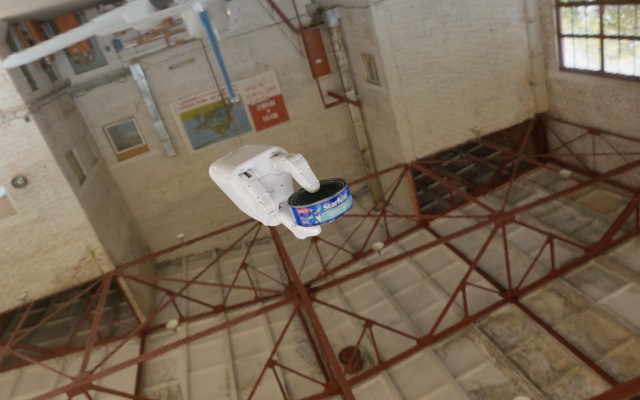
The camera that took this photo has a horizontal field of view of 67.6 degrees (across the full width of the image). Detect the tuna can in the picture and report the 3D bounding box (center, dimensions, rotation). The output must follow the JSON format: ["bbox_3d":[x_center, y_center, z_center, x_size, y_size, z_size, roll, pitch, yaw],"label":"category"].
[{"bbox_3d":[0.000,0.003,0.649,0.086,0.034,0.086,-18,19,6],"label":"tuna can"}]
